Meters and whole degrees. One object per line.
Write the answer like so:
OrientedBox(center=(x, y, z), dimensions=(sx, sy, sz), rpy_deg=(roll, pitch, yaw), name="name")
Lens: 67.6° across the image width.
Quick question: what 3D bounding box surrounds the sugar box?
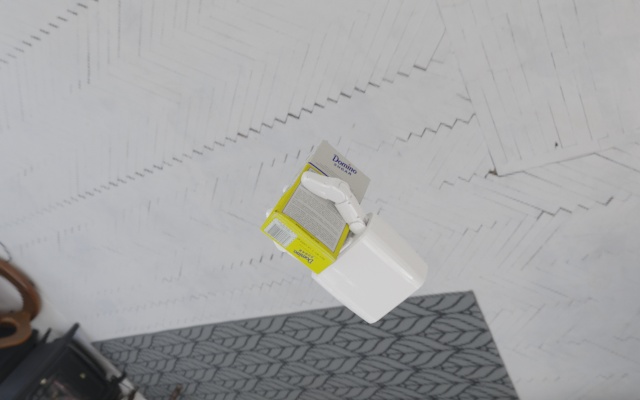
OrientedBox(center=(0.000, 0.002, 0.622), dimensions=(0.048, 0.093, 0.176), rpy_deg=(-43, 11, 37), name="sugar box")
